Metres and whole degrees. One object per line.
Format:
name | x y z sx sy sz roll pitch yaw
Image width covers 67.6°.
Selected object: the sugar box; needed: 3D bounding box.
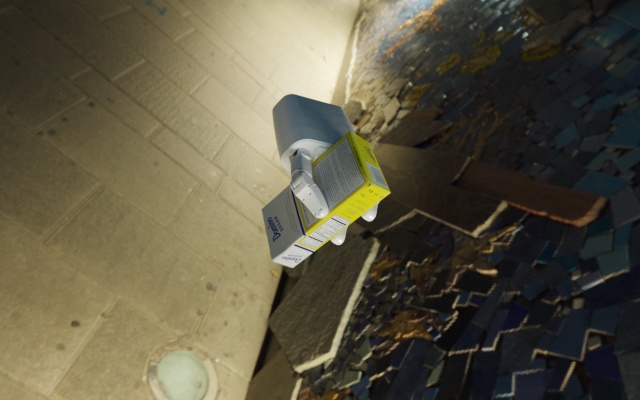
sugar box | 0.001 0.002 0.621 0.048 0.093 0.176 23 -53 -39
